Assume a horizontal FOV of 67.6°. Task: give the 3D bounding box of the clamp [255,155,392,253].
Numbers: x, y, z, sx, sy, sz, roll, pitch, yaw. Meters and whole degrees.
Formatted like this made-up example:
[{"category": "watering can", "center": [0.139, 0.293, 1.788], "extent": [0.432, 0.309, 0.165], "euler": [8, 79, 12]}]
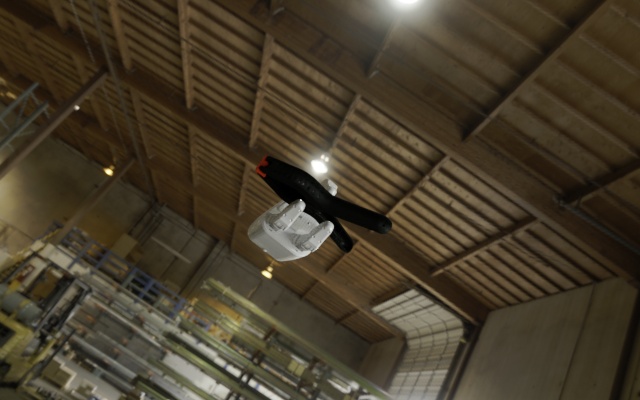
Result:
[{"category": "clamp", "center": [0.000, 0.001, 0.709], "extent": [0.210, 0.036, 0.164], "euler": [38, -25, -11]}]
